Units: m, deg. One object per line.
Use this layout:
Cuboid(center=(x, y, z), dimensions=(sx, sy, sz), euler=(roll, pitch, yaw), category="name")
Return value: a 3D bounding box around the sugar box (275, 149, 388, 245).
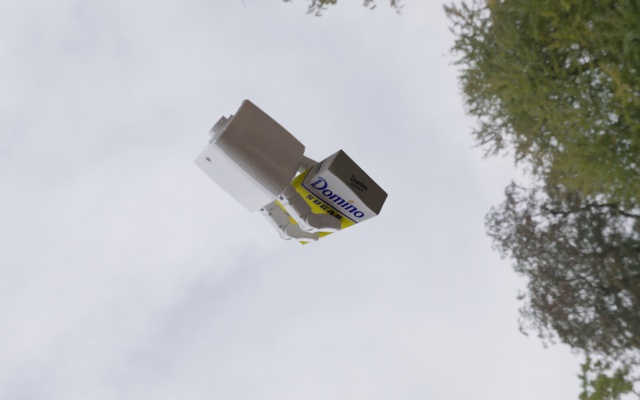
Cuboid(center=(0.000, 0.003, 0.668), dimensions=(0.093, 0.048, 0.176), euler=(42, -34, -16), category="sugar box")
